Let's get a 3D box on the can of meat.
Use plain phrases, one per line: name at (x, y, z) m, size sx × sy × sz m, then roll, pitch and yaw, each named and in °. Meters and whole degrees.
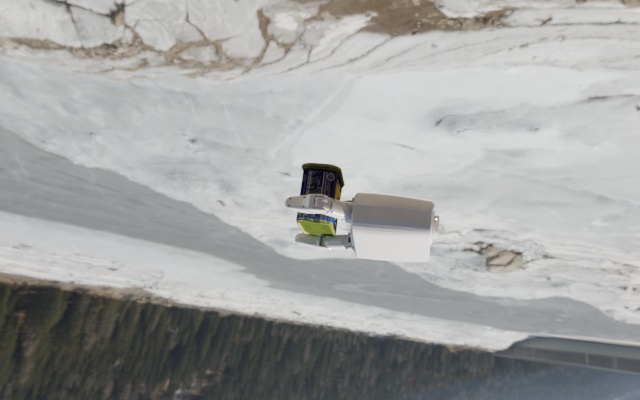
can of meat at (0.000, 0.003, 0.692) m, size 0.057 × 0.084 × 0.102 m, roll 5°, pitch -15°, yaw 8°
